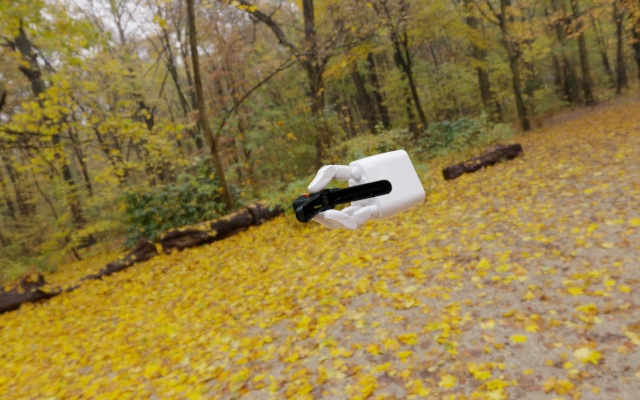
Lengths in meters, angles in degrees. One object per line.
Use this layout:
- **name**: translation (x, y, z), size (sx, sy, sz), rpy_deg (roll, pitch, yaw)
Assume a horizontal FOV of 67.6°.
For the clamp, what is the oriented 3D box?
- **clamp**: translation (0.000, 0.002, 0.808), size (0.164, 0.036, 0.210), rpy_deg (-18, 6, -27)
